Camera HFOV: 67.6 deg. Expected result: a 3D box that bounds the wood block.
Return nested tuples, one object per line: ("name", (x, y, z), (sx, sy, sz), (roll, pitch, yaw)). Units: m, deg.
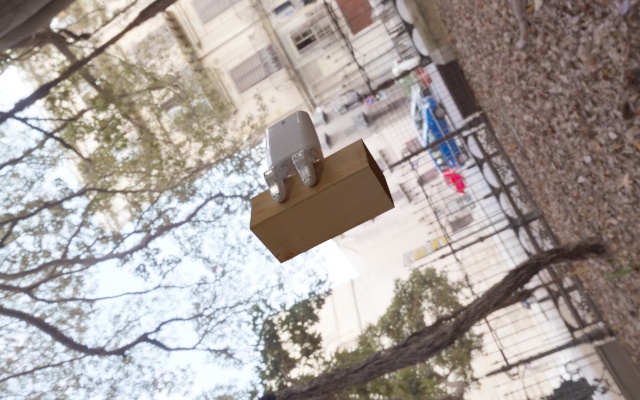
("wood block", (0.000, 0.002, 0.754), (0.206, 0.091, 0.090), (-28, 34, 15))
